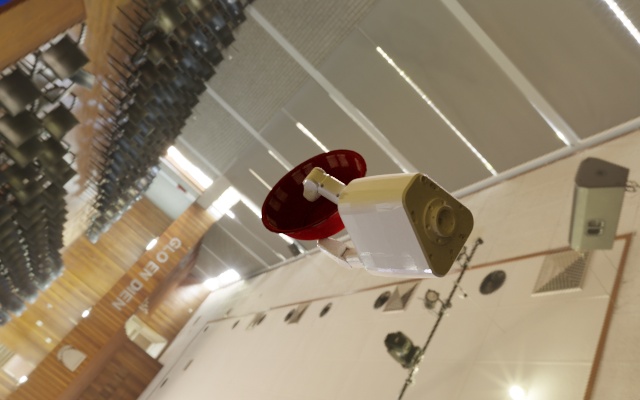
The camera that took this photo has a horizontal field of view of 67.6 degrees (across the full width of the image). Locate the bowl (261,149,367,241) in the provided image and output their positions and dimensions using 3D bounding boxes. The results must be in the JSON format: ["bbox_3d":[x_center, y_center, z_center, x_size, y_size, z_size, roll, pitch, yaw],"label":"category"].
[{"bbox_3d":[0.000,0.002,0.656,0.162,0.055,0.162,-23,34,17],"label":"bowl"}]
